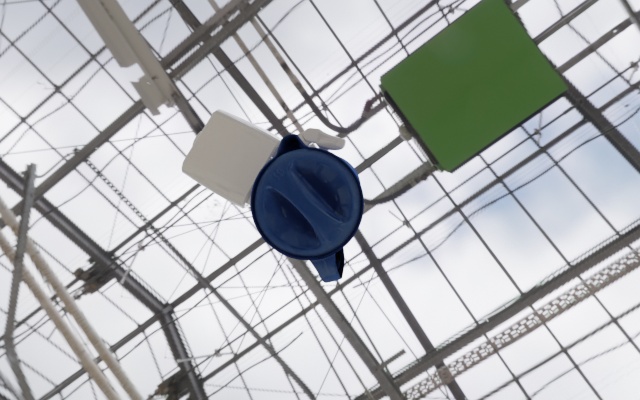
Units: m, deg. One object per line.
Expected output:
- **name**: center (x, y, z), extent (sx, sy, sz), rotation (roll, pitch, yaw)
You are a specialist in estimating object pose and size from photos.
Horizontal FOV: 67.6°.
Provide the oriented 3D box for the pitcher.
- **pitcher**: center (0.000, 0.002, 0.664), extent (0.145, 0.149, 0.243), rotation (28, 9, 4)
